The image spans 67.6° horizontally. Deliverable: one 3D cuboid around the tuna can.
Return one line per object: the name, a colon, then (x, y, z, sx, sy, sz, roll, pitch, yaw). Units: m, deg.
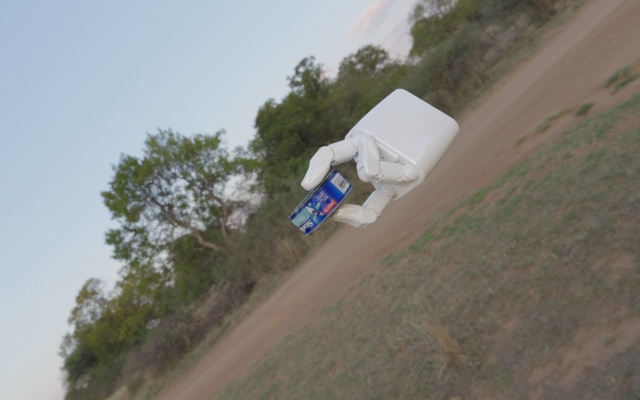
tuna can: (0.000, 0.002, 0.594, 0.034, 0.086, 0.086, 43, -4, -4)
